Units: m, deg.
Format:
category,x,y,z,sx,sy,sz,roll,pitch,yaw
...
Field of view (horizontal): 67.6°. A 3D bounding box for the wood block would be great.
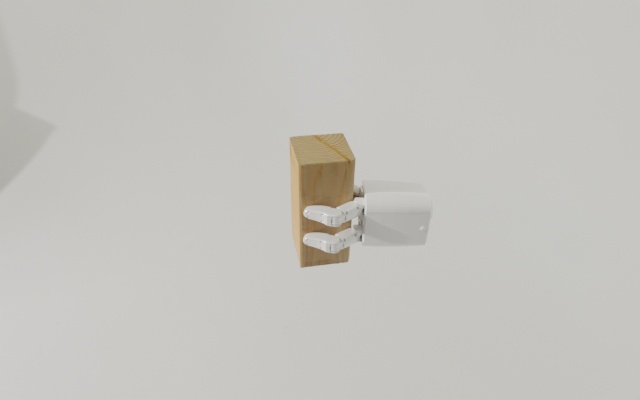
category,x,y,z,sx,sy,sz,roll,pitch,yaw
wood block,0.000,0.002,0.795,0.090,0.206,0.090,-6,36,-10
